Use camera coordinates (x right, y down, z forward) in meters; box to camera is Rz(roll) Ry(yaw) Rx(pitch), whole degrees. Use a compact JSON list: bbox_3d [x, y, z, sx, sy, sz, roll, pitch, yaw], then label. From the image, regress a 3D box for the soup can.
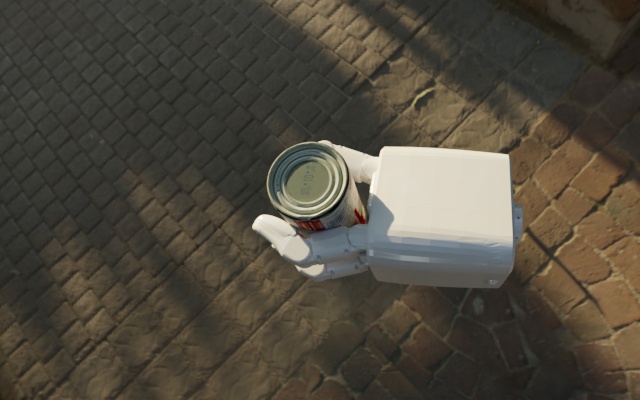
[{"bbox_3d":[0.000,0.001,0.414,0.068,0.068,0.102,0,-20,13],"label":"soup can"}]
